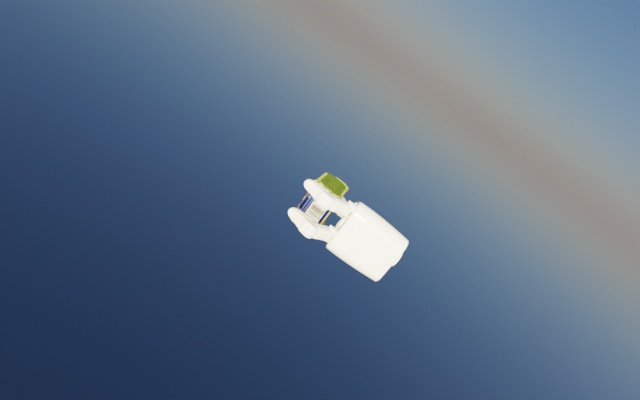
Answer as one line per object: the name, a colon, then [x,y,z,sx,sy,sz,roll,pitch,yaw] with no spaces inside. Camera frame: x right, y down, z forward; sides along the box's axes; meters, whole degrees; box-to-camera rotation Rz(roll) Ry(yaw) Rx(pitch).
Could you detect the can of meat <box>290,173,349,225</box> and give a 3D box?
can of meat: [0.000,0.002,0.832,0.057,0.084,0.102,37,18,2]
